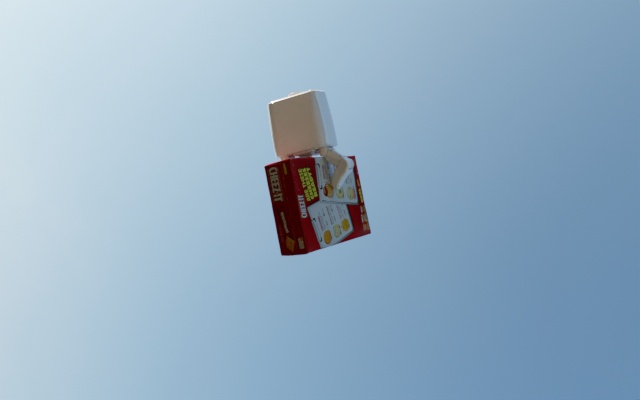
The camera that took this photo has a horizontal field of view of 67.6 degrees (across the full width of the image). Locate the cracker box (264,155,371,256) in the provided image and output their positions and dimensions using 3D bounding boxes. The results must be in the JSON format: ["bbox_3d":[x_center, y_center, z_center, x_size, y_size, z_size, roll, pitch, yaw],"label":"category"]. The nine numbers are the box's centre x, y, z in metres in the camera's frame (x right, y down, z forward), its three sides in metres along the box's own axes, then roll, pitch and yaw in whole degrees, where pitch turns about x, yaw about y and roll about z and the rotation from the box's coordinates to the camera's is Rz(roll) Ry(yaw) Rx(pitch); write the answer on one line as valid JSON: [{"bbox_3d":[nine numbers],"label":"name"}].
[{"bbox_3d":[0.000,0.003,0.892,0.072,0.164,0.213,-12,-1,36],"label":"cracker box"}]
